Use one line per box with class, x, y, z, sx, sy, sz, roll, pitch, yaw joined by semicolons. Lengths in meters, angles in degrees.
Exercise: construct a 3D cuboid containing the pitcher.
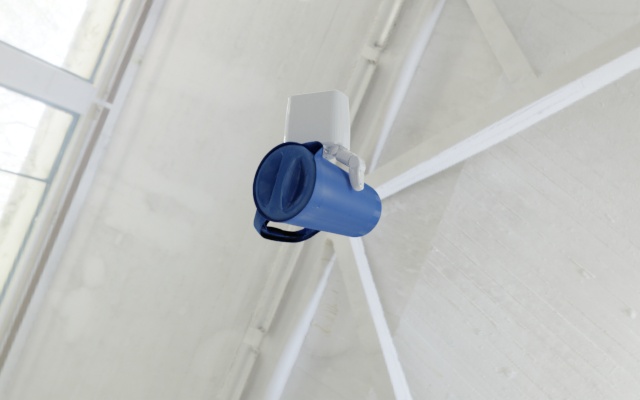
pitcher;0.000;0.003;0.847;0.149;0.145;0.243;-10;-19;34
